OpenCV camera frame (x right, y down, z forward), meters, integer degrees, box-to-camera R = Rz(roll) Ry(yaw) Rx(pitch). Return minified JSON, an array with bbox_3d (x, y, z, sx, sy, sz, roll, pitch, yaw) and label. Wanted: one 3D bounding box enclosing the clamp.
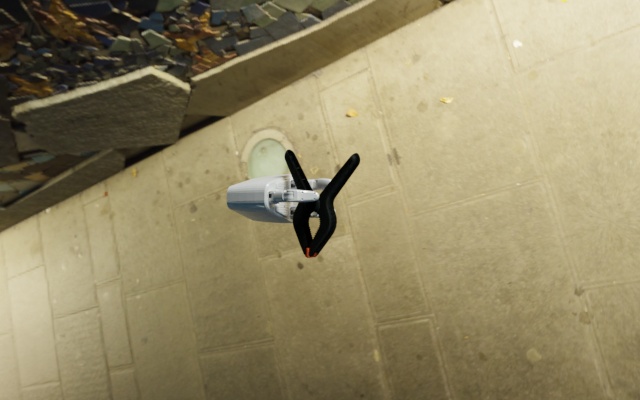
[{"bbox_3d":[-0.001,0.003,0.895,0.164,0.210,0.036,-1,-3,34],"label":"clamp"}]
